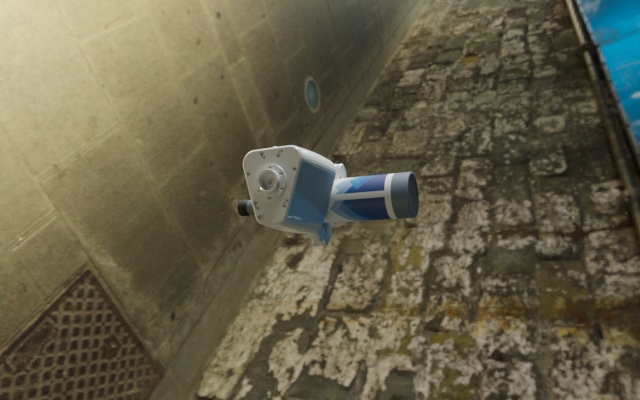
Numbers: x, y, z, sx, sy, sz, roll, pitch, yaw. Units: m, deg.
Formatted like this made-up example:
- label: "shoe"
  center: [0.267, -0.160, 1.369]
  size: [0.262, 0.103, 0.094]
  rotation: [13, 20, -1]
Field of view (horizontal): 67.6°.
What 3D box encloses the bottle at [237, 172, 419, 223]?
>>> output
- label: "bottle"
  center: [0.000, 0.002, 0.745]
  size: [0.296, 0.069, 0.069]
  rotation: [-5, -2, 25]
